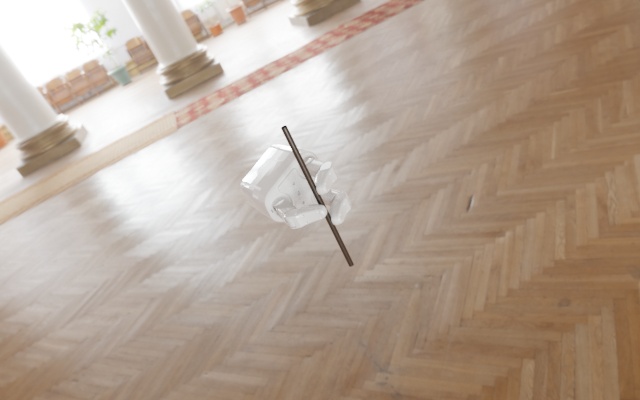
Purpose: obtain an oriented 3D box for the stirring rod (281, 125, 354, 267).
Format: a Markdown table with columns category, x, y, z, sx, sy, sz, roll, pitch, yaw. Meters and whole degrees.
| category | x | y | z | sx | sy | sz | roll | pitch | yaw |
| --- | --- | --- | --- | --- | --- | --- | --- | --- | --- |
| stirring rod | 0.000 | 0.002 | 0.657 | 0.011 | 0.240 | 0.011 | -19 | 30 | 12 |
